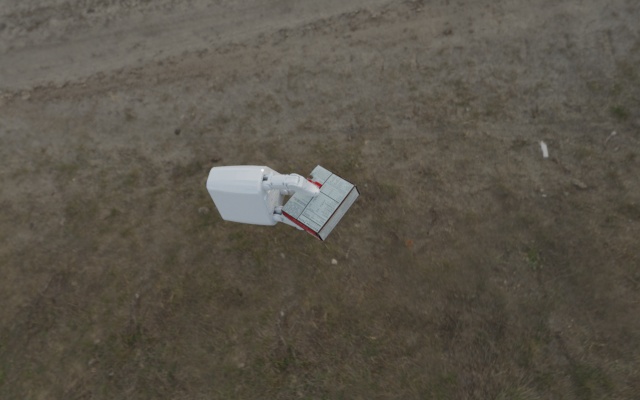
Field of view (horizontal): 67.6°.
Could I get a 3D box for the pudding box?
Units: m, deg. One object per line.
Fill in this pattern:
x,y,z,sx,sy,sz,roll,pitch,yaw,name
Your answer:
0.000,0.003,0.836,0.090,0.113,0.039,32,-13,28,pudding box
